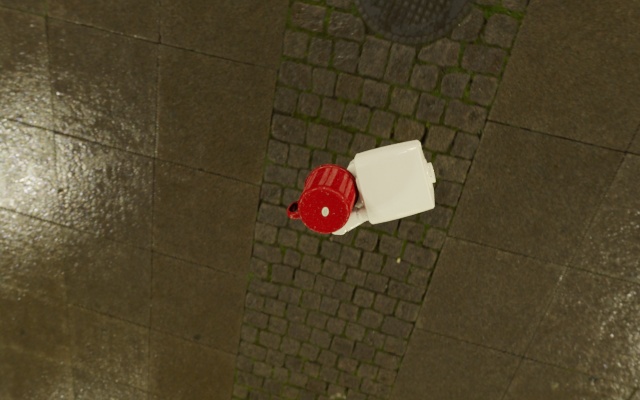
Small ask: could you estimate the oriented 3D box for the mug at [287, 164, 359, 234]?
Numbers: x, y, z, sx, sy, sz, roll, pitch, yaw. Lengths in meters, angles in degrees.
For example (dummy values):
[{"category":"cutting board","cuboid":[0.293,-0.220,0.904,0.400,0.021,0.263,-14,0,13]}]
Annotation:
[{"category":"mug","cuboid":[-0.001,0.003,0.758,0.117,0.093,0.081,-14,21,17]}]
